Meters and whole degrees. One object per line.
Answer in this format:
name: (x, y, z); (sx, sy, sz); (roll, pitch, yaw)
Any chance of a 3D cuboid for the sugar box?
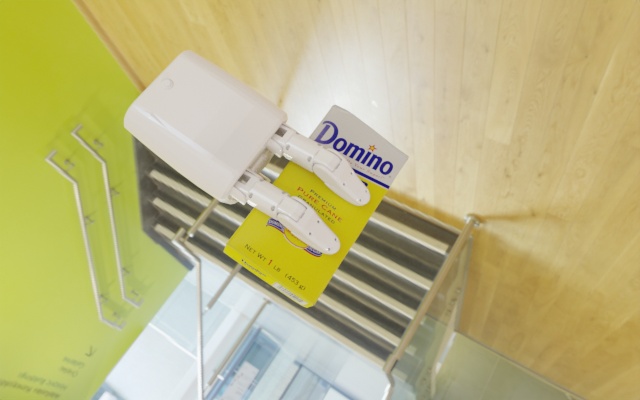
sugar box: (0.000, 0.001, 0.447); (0.093, 0.176, 0.048); (36, -20, -3)
